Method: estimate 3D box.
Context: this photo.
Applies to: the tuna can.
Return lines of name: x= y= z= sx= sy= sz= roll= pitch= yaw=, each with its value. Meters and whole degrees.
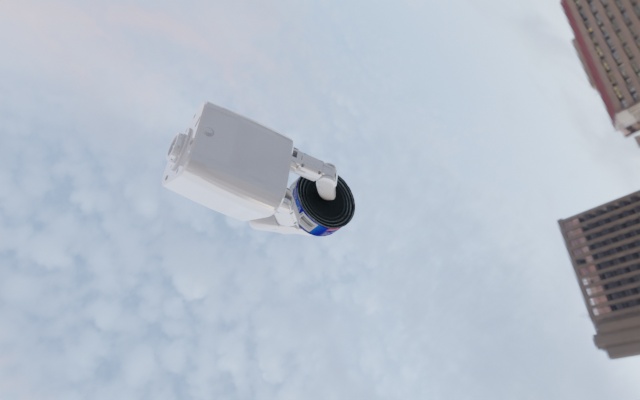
tuna can: x=0.000 y=0.002 z=0.612 sx=0.086 sy=0.086 sz=0.034 roll=0 pitch=-25 yaw=-36
